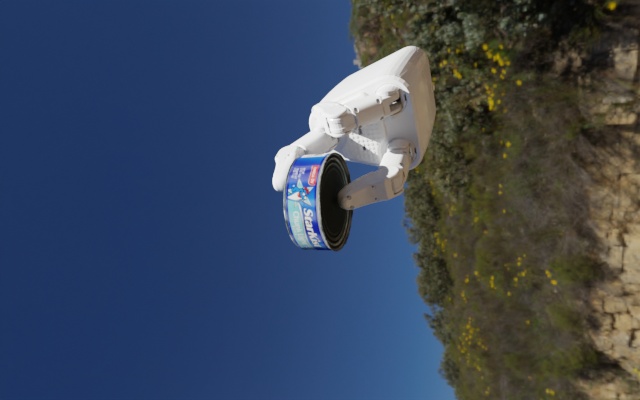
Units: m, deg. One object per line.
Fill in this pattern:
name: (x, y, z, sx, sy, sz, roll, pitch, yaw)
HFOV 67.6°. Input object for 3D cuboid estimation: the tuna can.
tuna can: (0.000, 0.001, 0.420, 0.034, 0.086, 0.086, -1, 0, 22)
